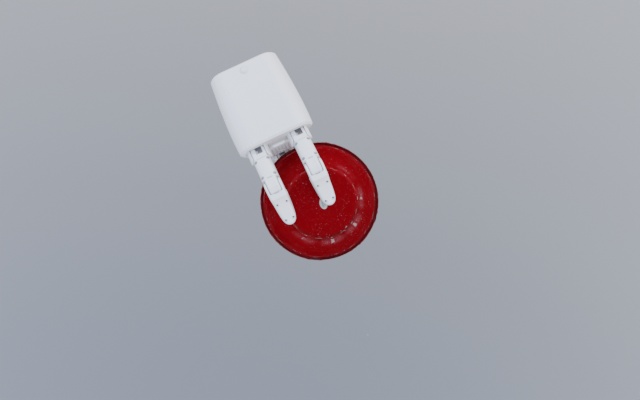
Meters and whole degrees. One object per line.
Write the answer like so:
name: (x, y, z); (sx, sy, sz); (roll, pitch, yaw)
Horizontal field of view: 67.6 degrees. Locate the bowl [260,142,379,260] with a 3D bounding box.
bowl: (0.001, 0.003, 0.626); (0.162, 0.162, 0.055); (0, 2, -3)
